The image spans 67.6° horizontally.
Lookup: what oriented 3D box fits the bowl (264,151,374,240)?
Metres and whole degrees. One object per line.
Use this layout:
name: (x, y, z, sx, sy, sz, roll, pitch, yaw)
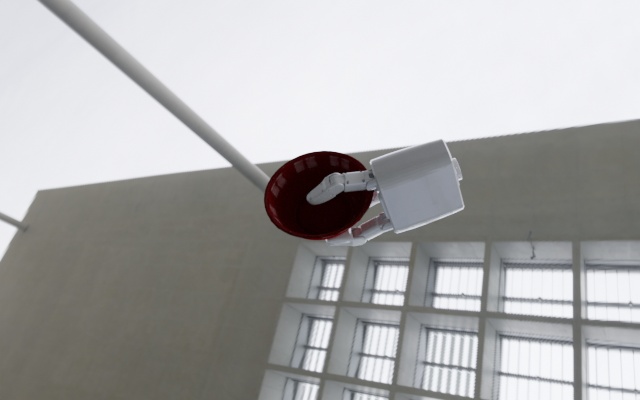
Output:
bowl: (-0.001, 0.003, 0.713, 0.162, 0.162, 0.055, 0, -37, 10)
